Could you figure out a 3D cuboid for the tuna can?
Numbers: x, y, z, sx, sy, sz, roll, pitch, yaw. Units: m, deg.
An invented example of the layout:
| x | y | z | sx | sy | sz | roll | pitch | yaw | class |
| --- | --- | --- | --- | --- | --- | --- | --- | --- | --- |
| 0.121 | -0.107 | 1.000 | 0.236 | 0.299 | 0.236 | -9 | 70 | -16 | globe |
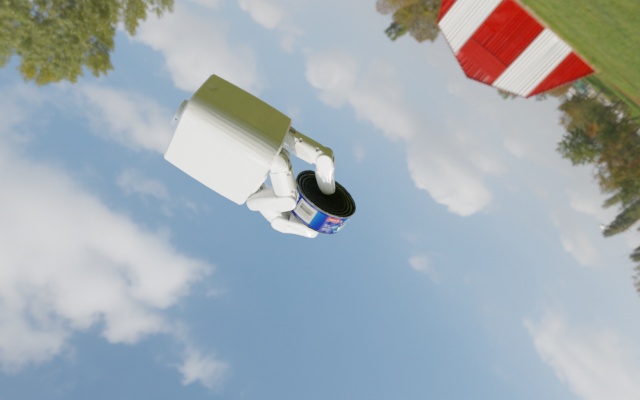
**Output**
| x | y | z | sx | sy | sz | roll | pitch | yaw | class |
| --- | --- | --- | --- | --- | --- | --- | --- | --- | --- |
| 0.000 | 0.002 | 0.607 | 0.086 | 0.034 | 0.086 | 25 | 31 | -16 | tuna can |
